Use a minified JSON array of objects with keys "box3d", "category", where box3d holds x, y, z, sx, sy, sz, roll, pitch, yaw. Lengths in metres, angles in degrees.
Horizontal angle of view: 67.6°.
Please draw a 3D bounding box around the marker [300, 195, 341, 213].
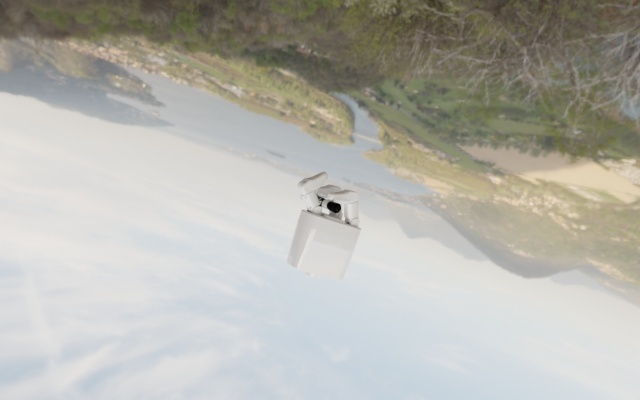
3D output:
[{"box3d":[0.000,0.003,0.873,0.020,0.020,0.121,0,11,-32],"category":"marker"}]
